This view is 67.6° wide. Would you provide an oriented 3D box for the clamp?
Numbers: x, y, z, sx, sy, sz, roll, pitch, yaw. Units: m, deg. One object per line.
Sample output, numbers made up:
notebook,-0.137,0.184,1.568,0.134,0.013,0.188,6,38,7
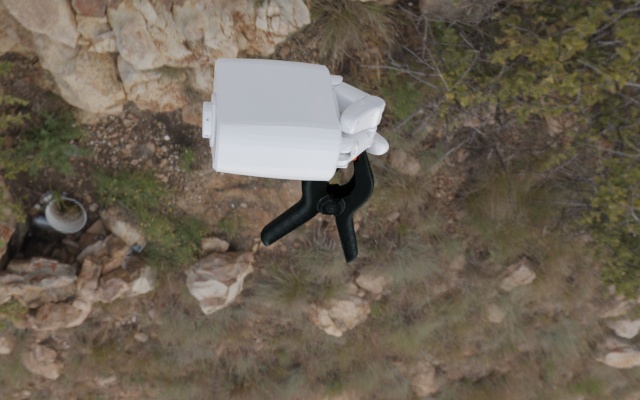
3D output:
clamp,0.000,0.002,0.535,0.120,0.172,0.039,3,35,-14
